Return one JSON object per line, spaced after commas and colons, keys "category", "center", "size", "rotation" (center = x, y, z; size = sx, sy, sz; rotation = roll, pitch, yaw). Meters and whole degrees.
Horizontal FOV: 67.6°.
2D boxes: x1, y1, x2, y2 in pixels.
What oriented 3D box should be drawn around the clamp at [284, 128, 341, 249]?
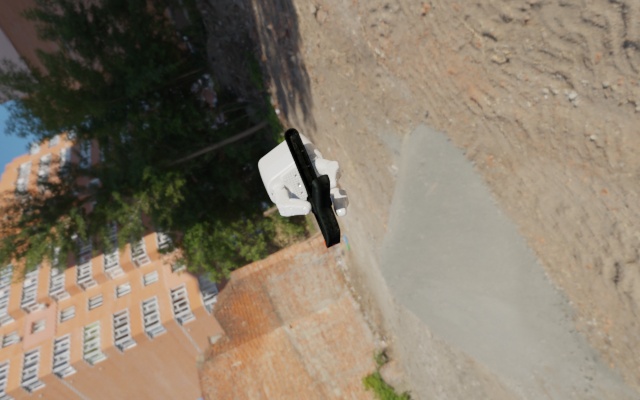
{"category": "clamp", "center": [-0.001, 0.003, 0.762], "size": [0.036, 0.210, 0.164], "rotation": [-22, 32, -6]}
